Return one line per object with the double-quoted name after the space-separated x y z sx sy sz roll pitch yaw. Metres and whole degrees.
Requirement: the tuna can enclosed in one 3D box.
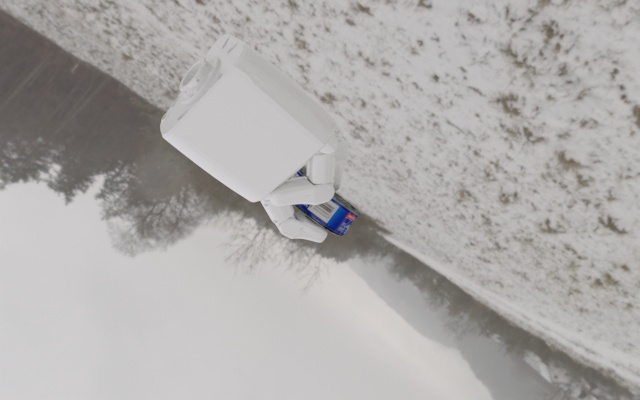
0.000 0.002 0.529 0.086 0.034 0.086 36 5 -3 "tuna can"
